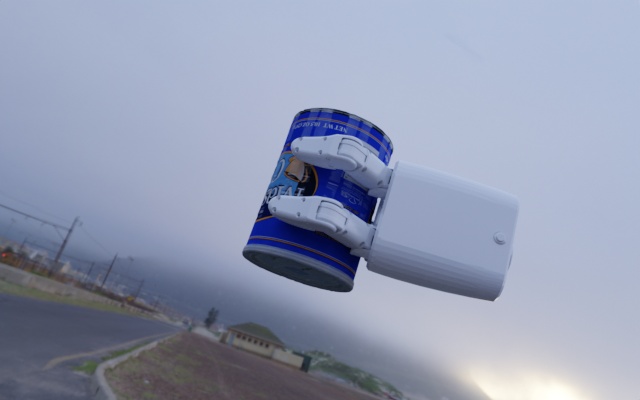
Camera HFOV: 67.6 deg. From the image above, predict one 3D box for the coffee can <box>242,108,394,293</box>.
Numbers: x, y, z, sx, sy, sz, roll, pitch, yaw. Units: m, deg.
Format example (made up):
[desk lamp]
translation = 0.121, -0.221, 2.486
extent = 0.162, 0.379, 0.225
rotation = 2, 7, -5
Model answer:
[coffee can]
translation = 0.000, 0.002, 0.442
extent = 0.103, 0.140, 0.103
rotation = 17, -18, 6
